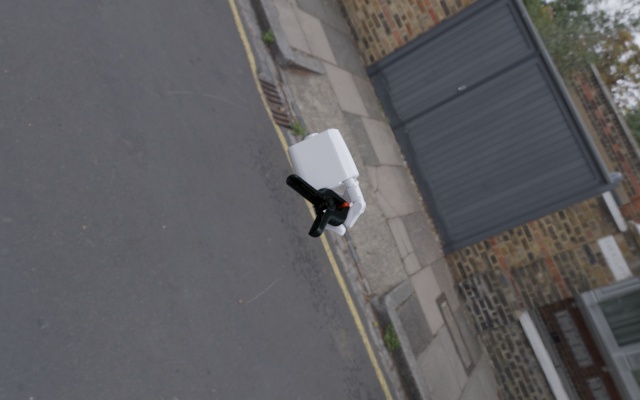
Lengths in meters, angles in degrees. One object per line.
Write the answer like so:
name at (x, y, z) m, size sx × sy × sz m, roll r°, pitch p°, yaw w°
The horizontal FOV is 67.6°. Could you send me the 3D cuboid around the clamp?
clamp at (0.001, 0.003, 0.888) m, size 0.039 × 0.120 × 0.171 m, roll -25°, pitch -6°, yaw 24°
